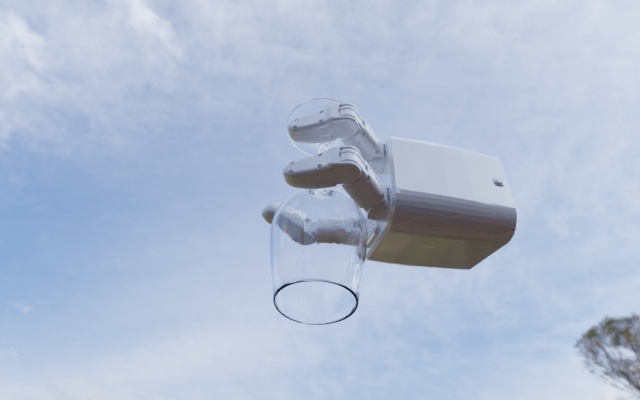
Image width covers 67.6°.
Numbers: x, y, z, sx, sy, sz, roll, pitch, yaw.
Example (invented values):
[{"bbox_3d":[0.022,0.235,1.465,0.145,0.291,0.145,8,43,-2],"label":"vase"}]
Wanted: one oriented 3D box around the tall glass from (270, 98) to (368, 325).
[{"bbox_3d":[0.000,0.001,0.409,0.079,0.200,0.079,2,-43,2],"label":"tall glass"}]
